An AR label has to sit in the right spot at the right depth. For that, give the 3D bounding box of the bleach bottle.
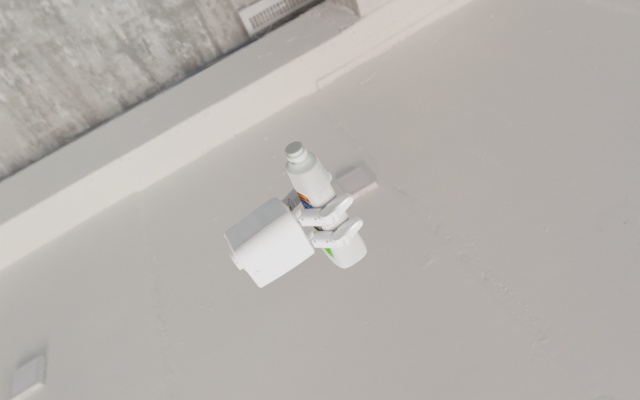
[{"bbox_3d":[0.000,0.003,0.784,0.068,0.251,0.102,-34,42,-8],"label":"bleach bottle"}]
